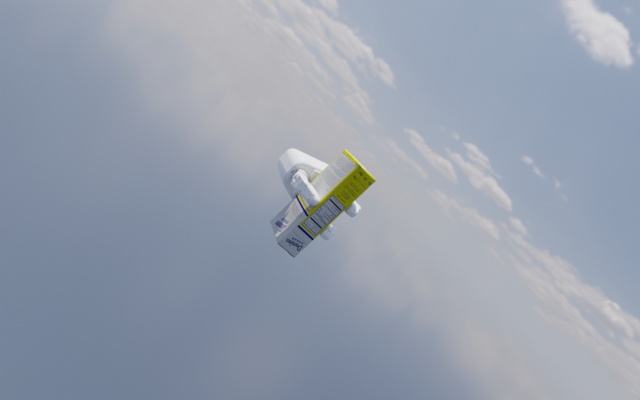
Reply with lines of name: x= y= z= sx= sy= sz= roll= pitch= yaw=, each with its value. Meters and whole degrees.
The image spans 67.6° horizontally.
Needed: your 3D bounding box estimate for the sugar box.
sugar box: x=0.001 y=0.003 z=0.765 sx=0.048 sy=0.176 sz=0.093 roll=42 pitch=7 yaw=-24
